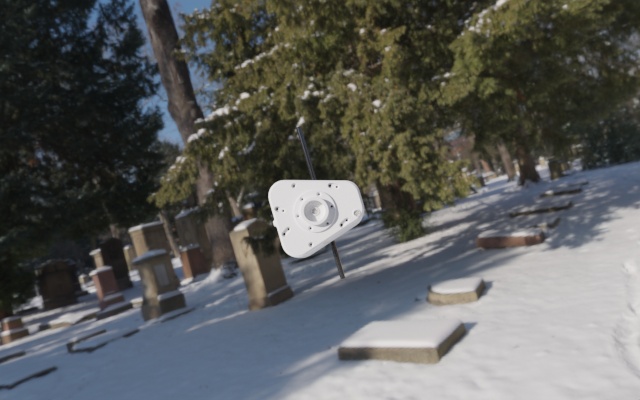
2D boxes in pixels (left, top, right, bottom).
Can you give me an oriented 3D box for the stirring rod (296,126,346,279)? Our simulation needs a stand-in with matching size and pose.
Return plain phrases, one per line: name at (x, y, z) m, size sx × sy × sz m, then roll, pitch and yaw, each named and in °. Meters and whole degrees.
stirring rod at (0.000, 0.002, 0.727) m, size 0.011 × 0.239 × 0.011 m, roll -16°, pitch -4°, yaw -1°
